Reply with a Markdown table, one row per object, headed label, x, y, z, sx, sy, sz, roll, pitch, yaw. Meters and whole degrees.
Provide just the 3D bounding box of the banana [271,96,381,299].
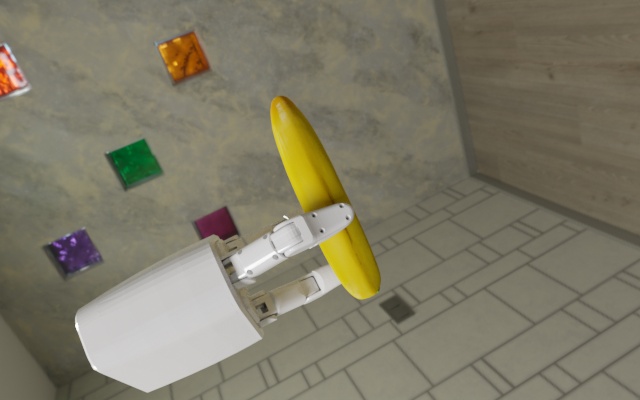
| label | x | y | z | sx | sy | sz | roll | pitch | yaw |
| --- | --- | --- | --- | --- | --- | --- | --- | --- | --- |
| banana | 0.005 | 0.007 | 0.391 | 0.037 | 0.198 | 0.069 | -26 | 12 | -5 |
